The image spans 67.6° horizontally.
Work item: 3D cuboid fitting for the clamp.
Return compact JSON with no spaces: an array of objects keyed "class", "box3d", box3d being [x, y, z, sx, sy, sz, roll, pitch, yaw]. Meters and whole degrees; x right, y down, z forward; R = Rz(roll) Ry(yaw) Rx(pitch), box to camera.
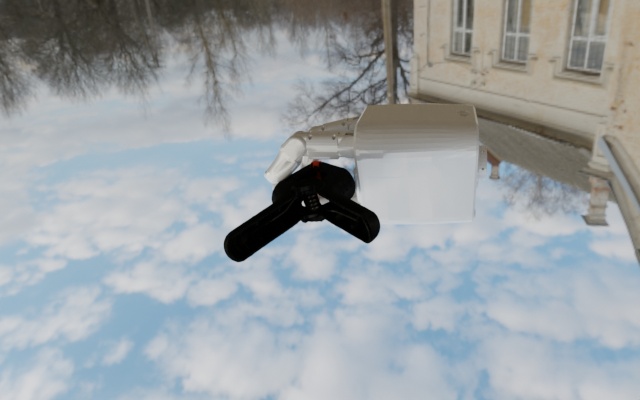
[{"class":"clamp","box3d":[0.000,0.002,0.420,0.120,0.039,0.171,0,25,15]}]
